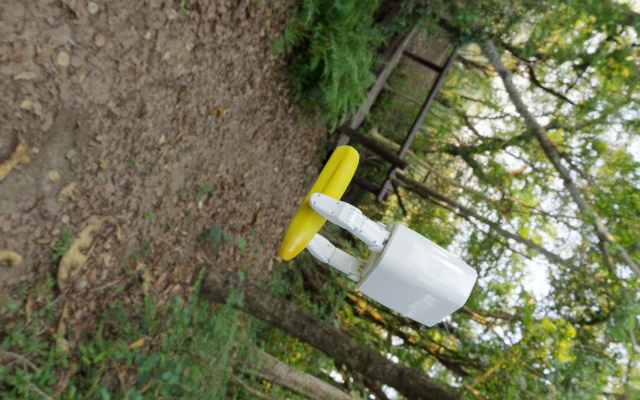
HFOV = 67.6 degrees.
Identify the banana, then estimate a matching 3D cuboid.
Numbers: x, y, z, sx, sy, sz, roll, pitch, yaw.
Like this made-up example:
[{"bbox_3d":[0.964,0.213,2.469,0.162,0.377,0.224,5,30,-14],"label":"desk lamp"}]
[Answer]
[{"bbox_3d":[0.008,-0.011,0.584,0.037,0.197,0.070,30,-41,0],"label":"banana"}]
